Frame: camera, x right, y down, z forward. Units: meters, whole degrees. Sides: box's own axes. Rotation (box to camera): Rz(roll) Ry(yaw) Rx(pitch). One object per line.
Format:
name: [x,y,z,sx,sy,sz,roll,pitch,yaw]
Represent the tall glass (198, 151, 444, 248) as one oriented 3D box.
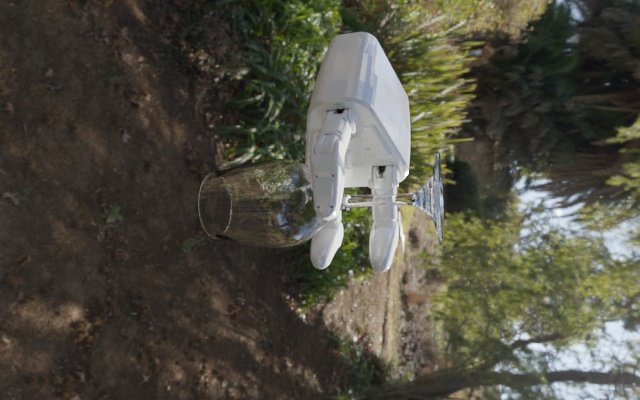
tall glass: [0.001,0.001,0.406,0.201,0.079,0.079,-2,-1,16]
